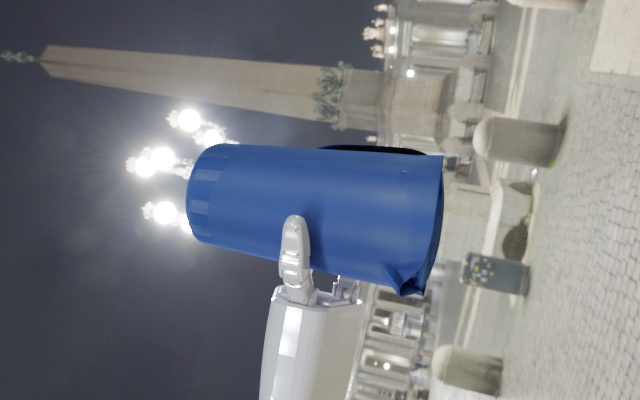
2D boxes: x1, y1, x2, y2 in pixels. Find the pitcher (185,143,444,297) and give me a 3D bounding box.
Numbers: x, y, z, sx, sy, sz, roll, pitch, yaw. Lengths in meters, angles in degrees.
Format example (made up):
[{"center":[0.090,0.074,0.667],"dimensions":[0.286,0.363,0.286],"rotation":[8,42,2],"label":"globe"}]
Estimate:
[{"center":[0.000,0.002,0.483],"dimensions":[0.243,0.145,0.149],"rotation":[9,0,14],"label":"pitcher"}]
